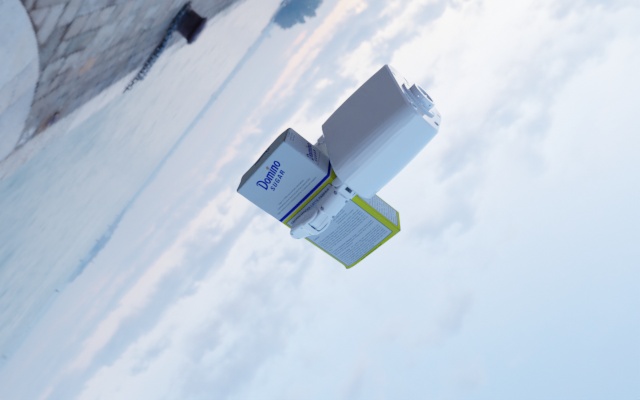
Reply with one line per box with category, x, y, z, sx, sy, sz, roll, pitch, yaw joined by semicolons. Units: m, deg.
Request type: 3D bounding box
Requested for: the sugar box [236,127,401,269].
sugar box;0.000;0.002;0.566;0.093;0.176;0.048;-42;20;28
